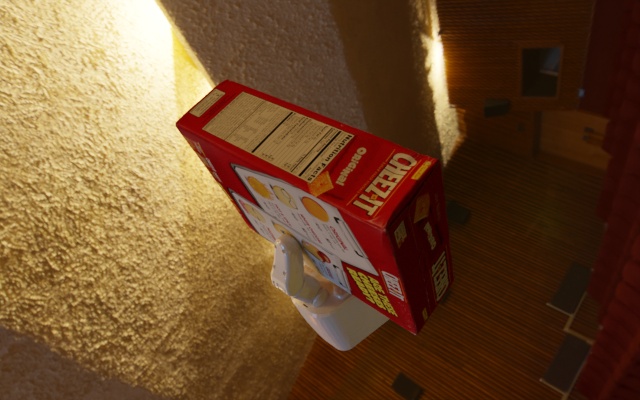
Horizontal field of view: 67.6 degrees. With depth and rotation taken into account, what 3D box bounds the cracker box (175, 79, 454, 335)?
[{"bbox_3d":[0.000,0.001,0.402,0.213,0.072,0.164,27,-23,33],"label":"cracker box"}]
